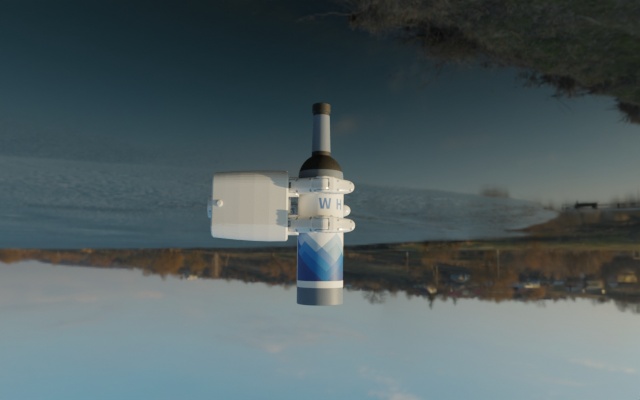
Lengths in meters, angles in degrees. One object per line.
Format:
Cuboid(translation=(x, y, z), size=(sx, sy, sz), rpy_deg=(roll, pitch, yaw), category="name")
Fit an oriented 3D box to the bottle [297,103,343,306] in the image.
Cuboid(translation=(0.000, 0.003, 0.704), size=(0.069, 0.295, 0.069), rpy_deg=(1, -6, 0), category="bottle")
